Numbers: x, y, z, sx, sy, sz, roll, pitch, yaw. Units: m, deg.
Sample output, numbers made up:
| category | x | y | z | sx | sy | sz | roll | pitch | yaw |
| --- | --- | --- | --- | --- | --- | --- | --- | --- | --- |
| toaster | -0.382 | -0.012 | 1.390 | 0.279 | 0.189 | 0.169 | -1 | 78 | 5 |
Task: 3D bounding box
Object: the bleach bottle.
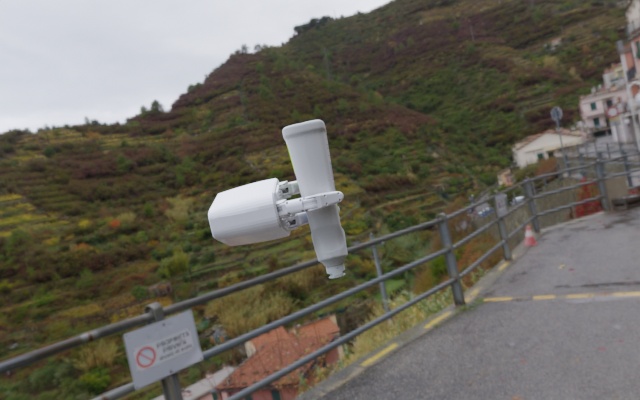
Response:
| category | x | y | z | sx | sy | sz | roll | pitch | yaw |
| --- | --- | --- | --- | --- | --- | --- | --- | --- | --- |
| bleach bottle | 0.000 | 0.002 | 0.771 | 0.068 | 0.251 | 0.102 | -12 | 2 | 3 |
